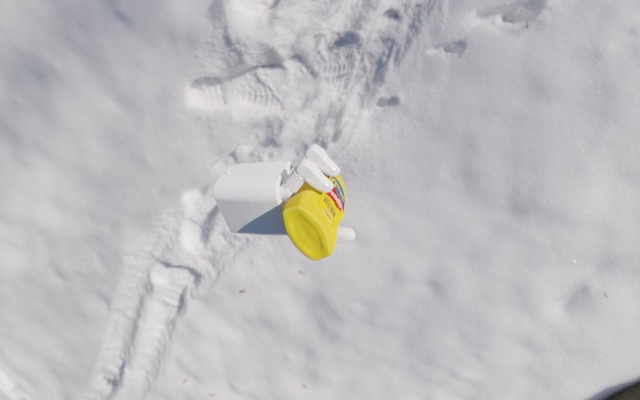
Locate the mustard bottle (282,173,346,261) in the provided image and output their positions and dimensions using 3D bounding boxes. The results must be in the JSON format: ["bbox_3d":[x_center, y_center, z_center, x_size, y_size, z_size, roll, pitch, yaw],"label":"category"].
[{"bbox_3d":[0.000,0.003,0.747,0.058,0.096,0.191,-24,21,25],"label":"mustard bottle"}]
